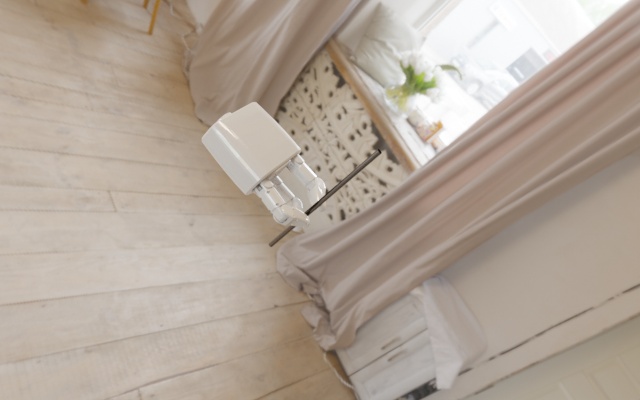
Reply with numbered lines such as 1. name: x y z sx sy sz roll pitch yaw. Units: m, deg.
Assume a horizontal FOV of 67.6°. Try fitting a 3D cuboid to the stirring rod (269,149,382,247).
1. stirring rod: 0.000 0.002 0.702 0.239 0.011 0.011 -41 -23 29
